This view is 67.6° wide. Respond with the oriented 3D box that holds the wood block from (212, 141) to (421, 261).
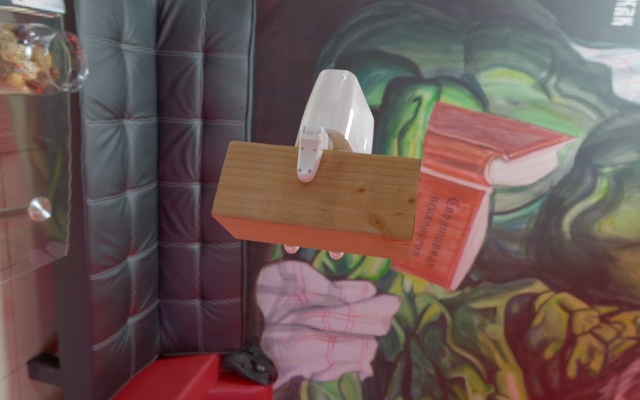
[{"bbox_3d":[0.000,0.001,0.526,0.206,0.090,0.091,6,-21,11],"label":"wood block"}]
